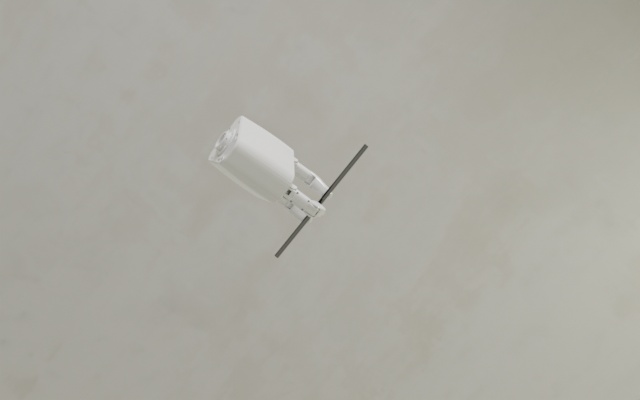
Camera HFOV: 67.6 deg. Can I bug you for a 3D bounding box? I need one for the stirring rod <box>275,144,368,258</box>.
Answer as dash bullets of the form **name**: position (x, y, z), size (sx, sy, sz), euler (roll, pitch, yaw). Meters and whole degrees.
- **stirring rod**: position (0.000, 0.003, 0.793), size (0.011, 0.239, 0.011), euler (38, 8, -6)
